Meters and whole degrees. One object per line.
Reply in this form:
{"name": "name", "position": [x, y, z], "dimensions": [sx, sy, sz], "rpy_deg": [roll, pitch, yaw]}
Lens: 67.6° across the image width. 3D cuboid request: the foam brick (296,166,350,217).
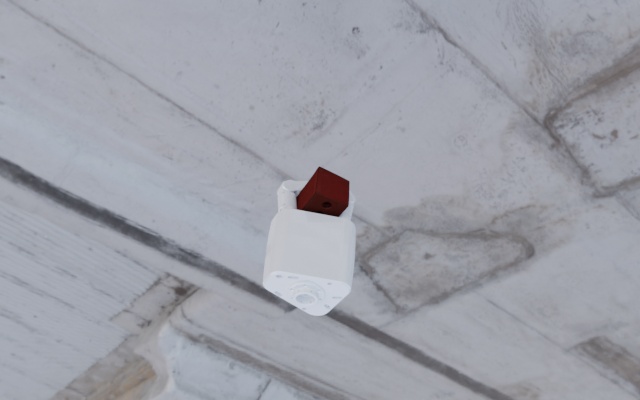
{"name": "foam brick", "position": [0.000, 0.002, 0.677], "dimensions": [0.053, 0.051, 0.078], "rpy_deg": [23, -46, -17]}
